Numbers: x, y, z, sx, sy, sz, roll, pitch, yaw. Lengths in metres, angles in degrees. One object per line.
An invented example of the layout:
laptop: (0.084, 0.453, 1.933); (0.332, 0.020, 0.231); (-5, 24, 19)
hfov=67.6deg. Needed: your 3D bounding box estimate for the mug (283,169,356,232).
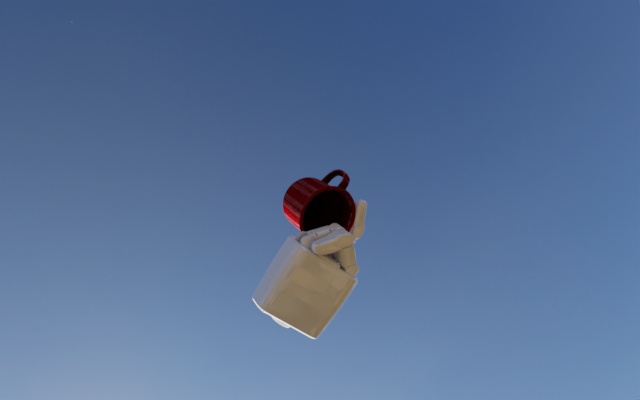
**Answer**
mug: (0.001, 0.001, 0.726); (0.093, 0.117, 0.081); (33, 0, -33)
